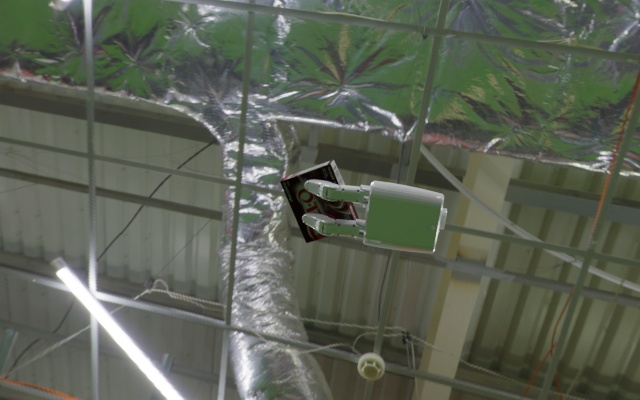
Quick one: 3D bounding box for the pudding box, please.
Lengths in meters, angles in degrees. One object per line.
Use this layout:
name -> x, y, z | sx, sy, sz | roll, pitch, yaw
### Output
pudding box -> 0.000, 0.002, 0.757 | 0.090, 0.113, 0.039 | -19, 10, 19
